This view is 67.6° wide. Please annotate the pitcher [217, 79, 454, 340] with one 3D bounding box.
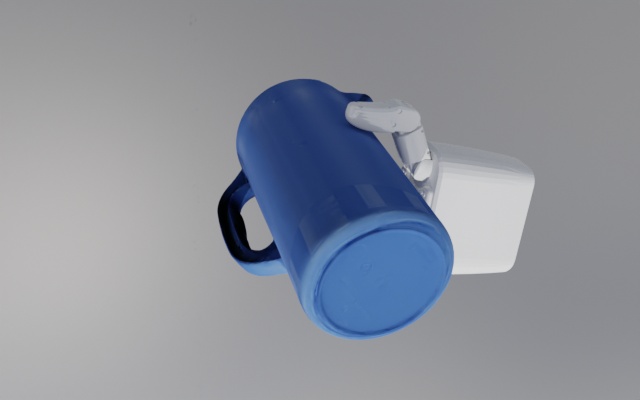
[{"bbox_3d":[0.000,0.001,0.405,0.145,0.149,0.242,5,28,-20],"label":"pitcher"}]
